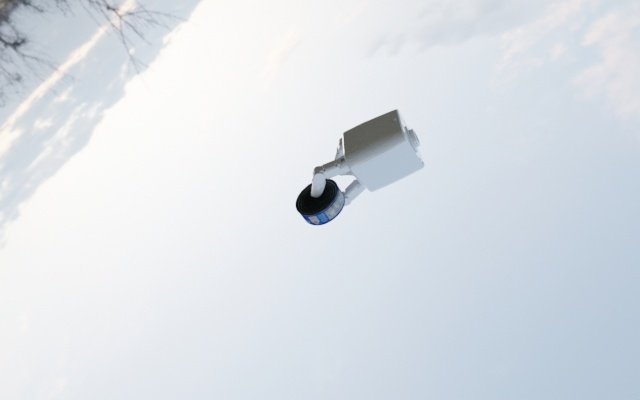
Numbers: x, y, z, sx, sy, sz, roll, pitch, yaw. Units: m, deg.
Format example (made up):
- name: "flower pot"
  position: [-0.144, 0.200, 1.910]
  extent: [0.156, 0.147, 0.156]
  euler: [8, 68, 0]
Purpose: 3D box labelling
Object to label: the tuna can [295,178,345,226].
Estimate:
- name: "tuna can"
  position: [0.000, 0.003, 0.854]
  extent: [0.086, 0.086, 0.034]
  euler: [0, -39, 36]
